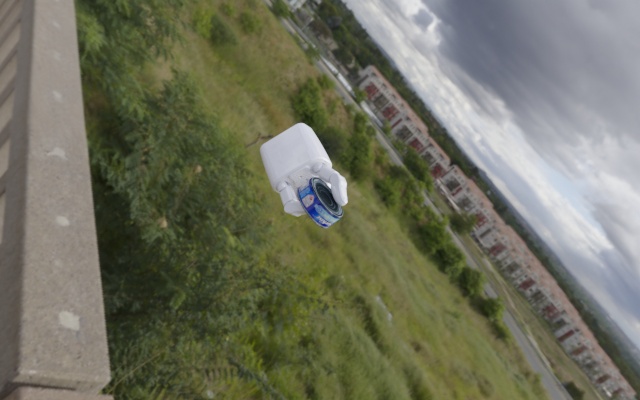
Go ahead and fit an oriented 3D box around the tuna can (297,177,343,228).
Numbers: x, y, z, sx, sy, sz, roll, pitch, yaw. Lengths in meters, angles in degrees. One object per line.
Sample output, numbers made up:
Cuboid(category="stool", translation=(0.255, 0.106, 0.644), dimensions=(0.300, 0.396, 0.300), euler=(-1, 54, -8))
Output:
Cuboid(category="tuna can", translation=(0.001, 0.002, 0.812), dimensions=(0.034, 0.086, 0.086), euler=(-36, -14, 19))
